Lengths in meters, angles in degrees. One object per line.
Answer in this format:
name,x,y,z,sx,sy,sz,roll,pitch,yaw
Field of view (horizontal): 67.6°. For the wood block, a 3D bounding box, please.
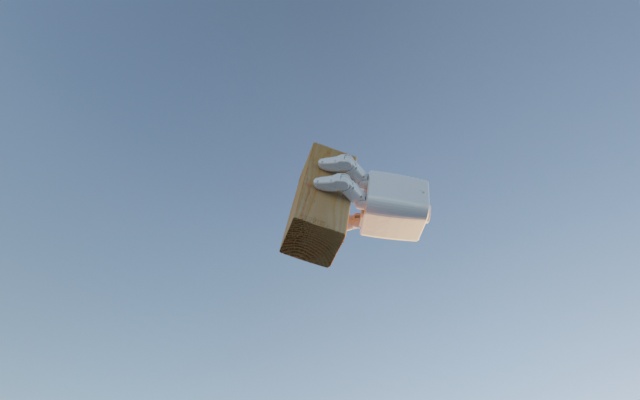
wood block,0.000,0.003,0.837,0.090,0.091,0.206,19,41,-5
